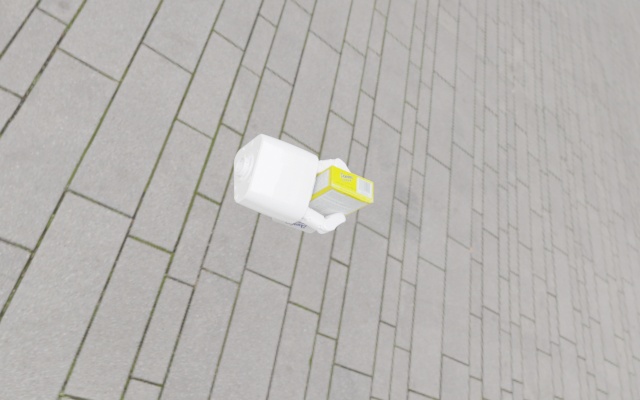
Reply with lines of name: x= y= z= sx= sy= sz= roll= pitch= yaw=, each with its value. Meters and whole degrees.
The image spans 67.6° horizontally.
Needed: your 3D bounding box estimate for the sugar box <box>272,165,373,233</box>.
sugar box: x=0.000 y=0.002 z=0.834 sx=0.093 sy=0.048 sz=0.176 roll=22 pitch=-30 yaw=-32
